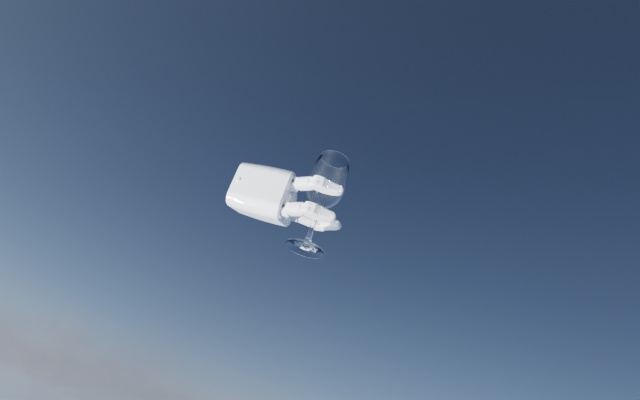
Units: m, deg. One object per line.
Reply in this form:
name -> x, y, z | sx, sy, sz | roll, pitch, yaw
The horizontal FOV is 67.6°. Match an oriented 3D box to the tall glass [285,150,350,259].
tall glass -> 0.000, 0.004, 0.898 | 0.079, 0.201, 0.079 | 15, -27, 8
